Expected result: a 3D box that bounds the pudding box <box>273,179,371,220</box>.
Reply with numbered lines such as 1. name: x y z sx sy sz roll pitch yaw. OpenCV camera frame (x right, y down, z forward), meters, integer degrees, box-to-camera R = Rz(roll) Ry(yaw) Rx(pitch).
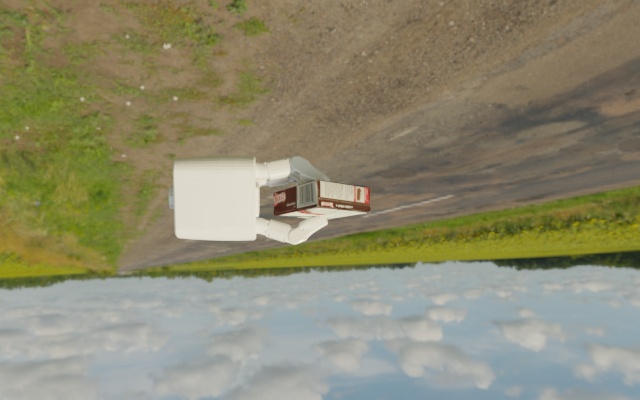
1. pudding box: 0.000 0.002 0.657 0.090 0.039 0.113 6 -9 -35
